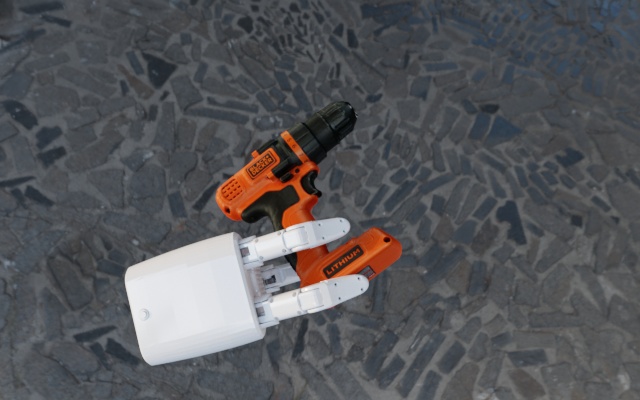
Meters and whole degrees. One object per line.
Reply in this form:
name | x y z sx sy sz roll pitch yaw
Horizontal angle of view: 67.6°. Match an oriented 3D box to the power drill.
power drill | 0.000 0.002 0.500 0.184 0.187 0.057 -39 -29 3
